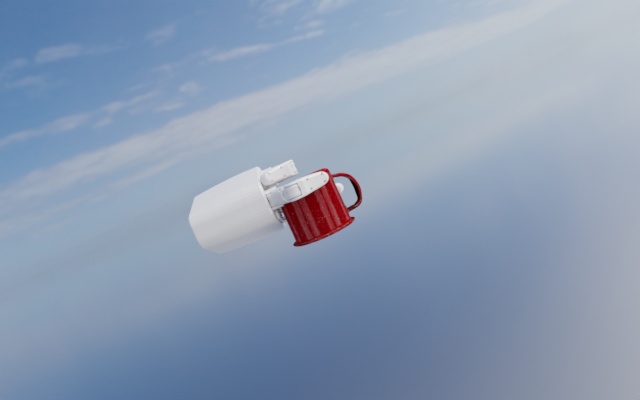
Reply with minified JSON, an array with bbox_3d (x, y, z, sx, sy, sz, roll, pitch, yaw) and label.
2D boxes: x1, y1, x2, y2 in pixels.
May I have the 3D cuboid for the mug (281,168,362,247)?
[{"bbox_3d":[0.001,0.001,0.655,0.117,0.081,0.093,-24,5,-1],"label":"mug"}]
